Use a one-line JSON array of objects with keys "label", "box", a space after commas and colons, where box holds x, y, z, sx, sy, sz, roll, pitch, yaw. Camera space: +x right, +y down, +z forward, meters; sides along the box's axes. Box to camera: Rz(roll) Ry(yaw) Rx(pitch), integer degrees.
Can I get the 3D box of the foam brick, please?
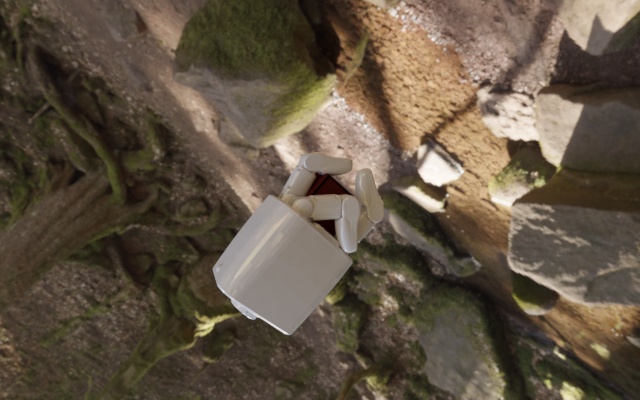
[{"label": "foam brick", "box": [0.000, 0.002, 0.558, 0.053, 0.051, 0.078, 41, -6, -17]}]
